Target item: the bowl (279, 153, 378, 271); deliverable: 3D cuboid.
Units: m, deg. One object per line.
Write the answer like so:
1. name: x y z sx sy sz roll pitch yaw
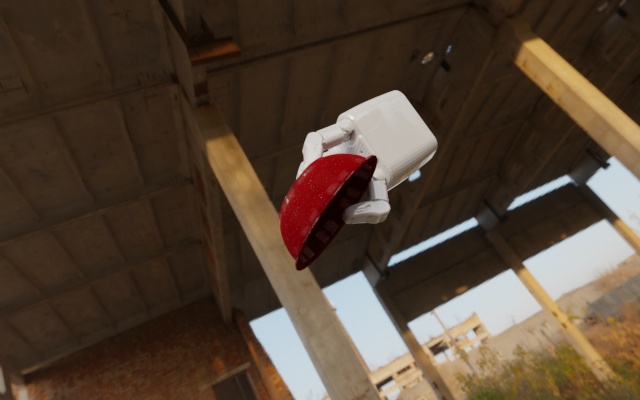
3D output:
1. bowl: -0.001 0.002 0.562 0.055 0.162 0.162 34 8 12
